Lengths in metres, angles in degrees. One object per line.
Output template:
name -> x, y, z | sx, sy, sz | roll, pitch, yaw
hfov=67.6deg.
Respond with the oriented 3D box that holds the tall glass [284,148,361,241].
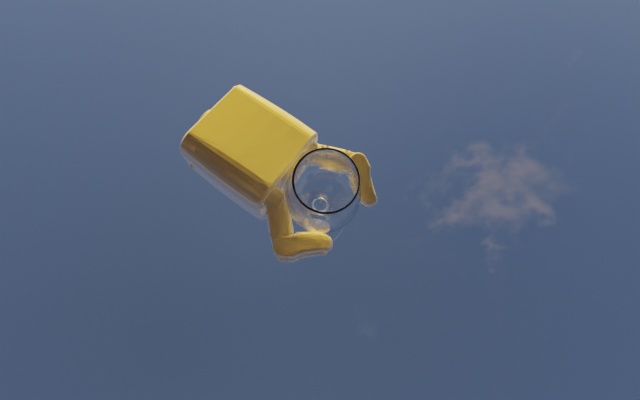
tall glass -> 0.000, 0.002, 0.524 | 0.079, 0.079, 0.201 | 0, -11, -3
